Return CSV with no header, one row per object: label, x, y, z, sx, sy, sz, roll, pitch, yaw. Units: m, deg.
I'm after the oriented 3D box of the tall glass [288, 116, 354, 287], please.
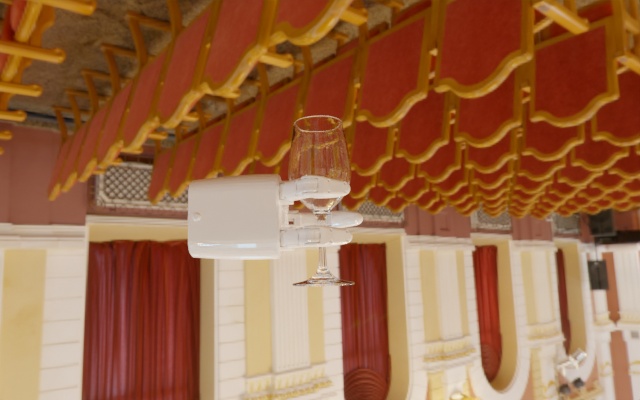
tall glass,0.000,0.003,0.583,0.079,0.201,0.079,-1,-8,0
